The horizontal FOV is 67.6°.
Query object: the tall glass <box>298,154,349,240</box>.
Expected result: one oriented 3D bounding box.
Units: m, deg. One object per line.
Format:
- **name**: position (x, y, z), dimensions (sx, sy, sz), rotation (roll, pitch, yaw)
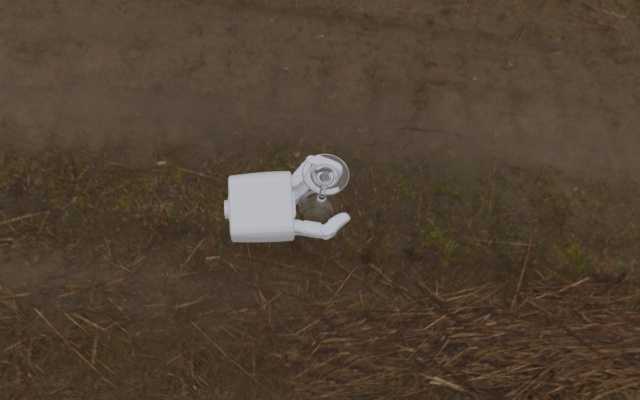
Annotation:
- **tall glass**: position (0.000, 0.002, 0.835), dimensions (0.079, 0.079, 0.201), rotation (0, -27, -5)
